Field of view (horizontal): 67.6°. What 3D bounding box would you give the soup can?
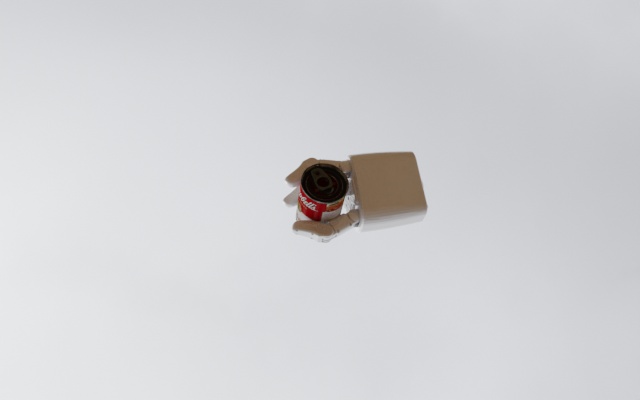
[{"bbox_3d":[0.000,0.003,0.703,0.068,0.068,0.102,0,-33,-8],"label":"soup can"}]
